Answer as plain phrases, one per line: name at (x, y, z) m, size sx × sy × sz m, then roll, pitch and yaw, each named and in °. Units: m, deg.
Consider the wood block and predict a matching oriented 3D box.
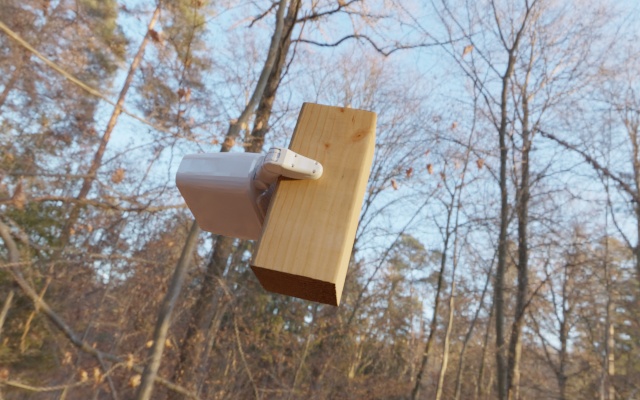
wood block at (0.000, 0.001, 0.543) m, size 0.090 × 0.206 × 0.091 m, roll 10°, pitch -25°, yaw 10°
